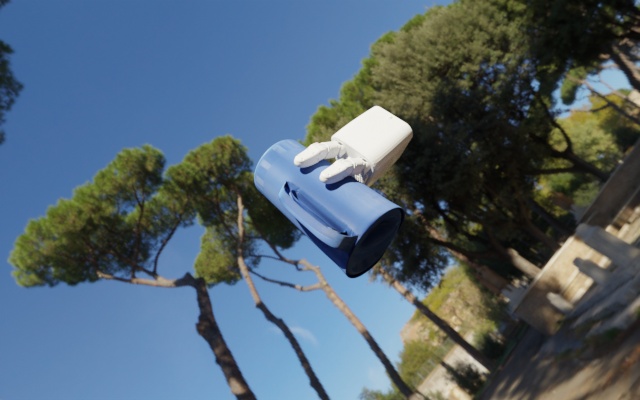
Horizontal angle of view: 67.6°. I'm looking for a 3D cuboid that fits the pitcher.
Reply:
[{"bbox_3d":[0.000,0.002,0.768,0.242,0.145,0.149,38,-24,27],"label":"pitcher"}]
